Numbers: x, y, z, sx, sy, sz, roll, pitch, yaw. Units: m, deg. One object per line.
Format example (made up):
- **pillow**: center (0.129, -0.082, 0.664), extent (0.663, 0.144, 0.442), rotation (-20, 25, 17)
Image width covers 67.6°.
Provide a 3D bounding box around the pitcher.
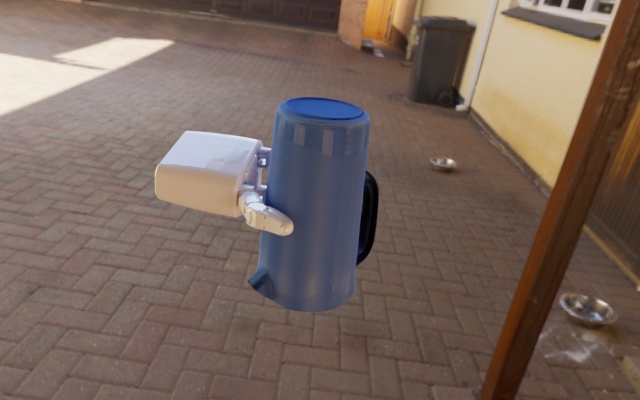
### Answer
- **pitcher**: center (0.000, 0.002, 0.593), extent (0.145, 0.243, 0.149), rotation (11, 26, 8)
